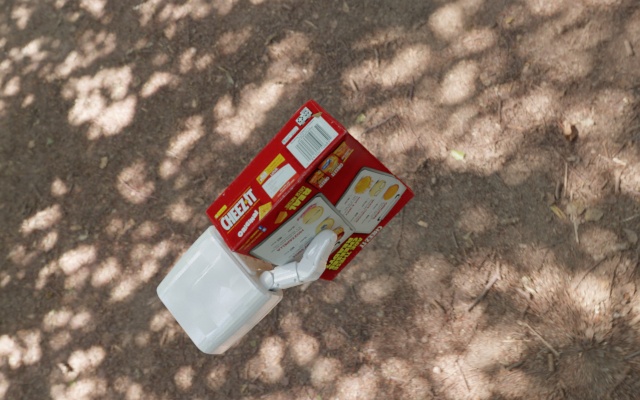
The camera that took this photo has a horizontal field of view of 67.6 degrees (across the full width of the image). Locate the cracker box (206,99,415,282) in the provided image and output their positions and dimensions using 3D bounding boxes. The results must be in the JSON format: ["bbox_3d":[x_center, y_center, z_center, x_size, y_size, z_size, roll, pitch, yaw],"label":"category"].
[{"bbox_3d":[0.000,0.002,0.554,0.072,0.164,0.214,49,10,31],"label":"cracker box"}]
